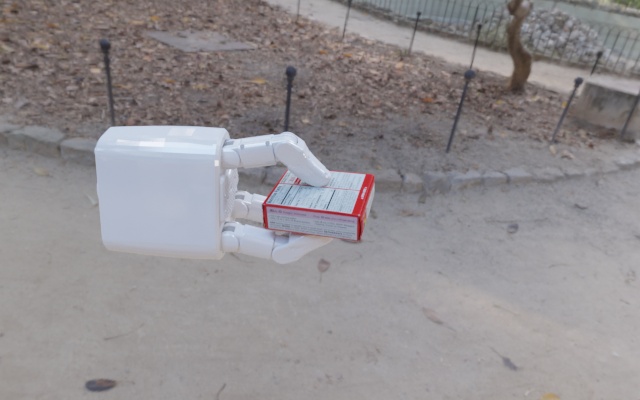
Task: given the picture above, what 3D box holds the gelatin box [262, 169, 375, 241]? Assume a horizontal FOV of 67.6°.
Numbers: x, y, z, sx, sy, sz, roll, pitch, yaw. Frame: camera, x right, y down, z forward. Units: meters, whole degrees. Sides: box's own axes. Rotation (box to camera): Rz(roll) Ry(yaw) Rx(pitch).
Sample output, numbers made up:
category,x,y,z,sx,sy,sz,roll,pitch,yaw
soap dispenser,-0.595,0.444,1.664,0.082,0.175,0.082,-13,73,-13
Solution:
category,x,y,z,sx,sy,sz,roll,pitch,yaw
gelatin box,0.000,0.001,0.436,0.089,0.030,0.073,6,32,13
